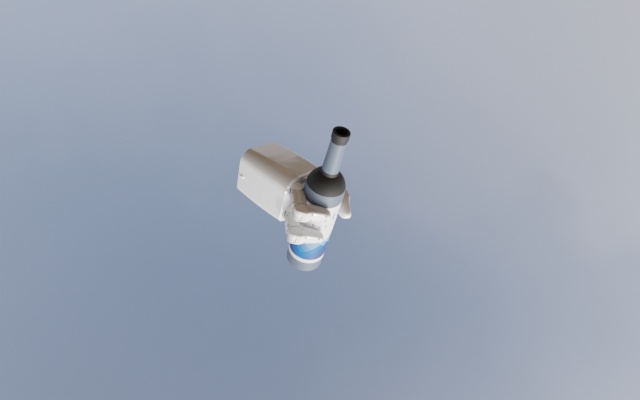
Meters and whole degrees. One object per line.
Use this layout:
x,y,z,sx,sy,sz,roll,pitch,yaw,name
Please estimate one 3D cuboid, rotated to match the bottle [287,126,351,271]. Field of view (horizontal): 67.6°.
0.000,0.003,0.798,0.069,0.296,0.069,9,43,-8,bottle
